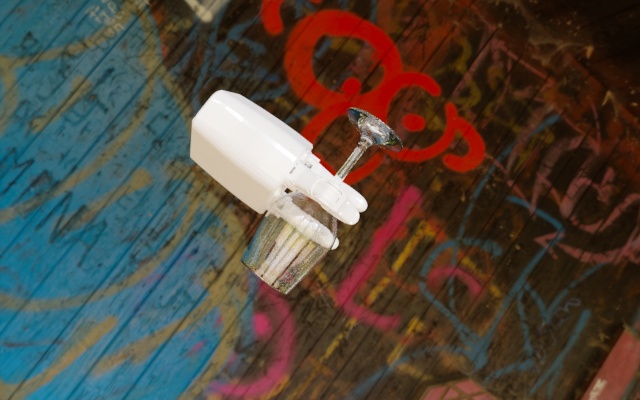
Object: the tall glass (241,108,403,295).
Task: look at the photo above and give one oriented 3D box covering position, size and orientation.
[{"bbox_3d":[0.001,0.001,0.510,0.079,0.201,0.079,36,-7,5],"label":"tall glass"}]
